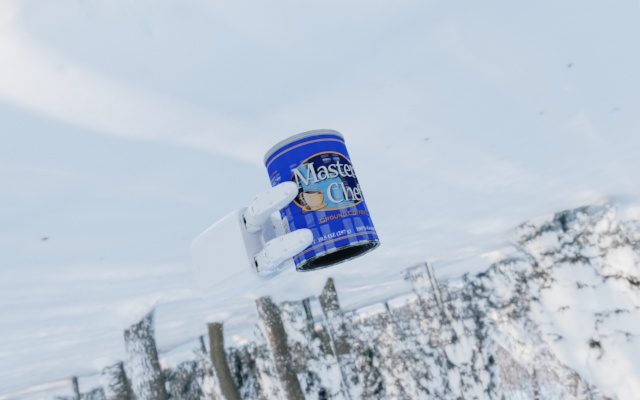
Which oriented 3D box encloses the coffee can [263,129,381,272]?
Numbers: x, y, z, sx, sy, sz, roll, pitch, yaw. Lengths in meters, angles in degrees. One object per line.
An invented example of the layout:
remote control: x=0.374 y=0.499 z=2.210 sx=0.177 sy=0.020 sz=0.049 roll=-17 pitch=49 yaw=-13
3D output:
coffee can: x=0.000 y=0.002 z=0.564 sx=0.103 sy=0.140 sz=0.103 roll=-16 pitch=-16 yaw=-5
